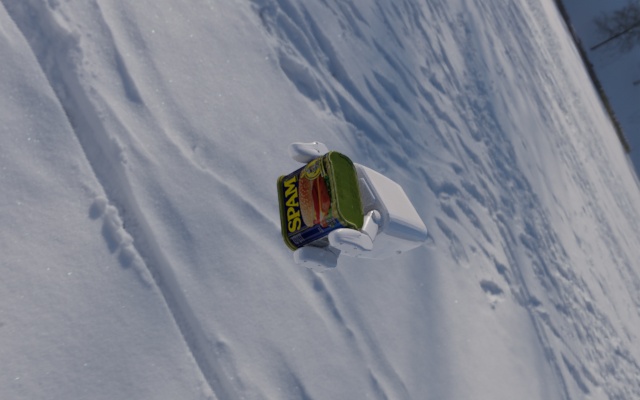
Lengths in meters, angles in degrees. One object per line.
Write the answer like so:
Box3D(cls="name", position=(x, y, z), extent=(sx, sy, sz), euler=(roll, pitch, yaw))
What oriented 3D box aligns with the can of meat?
Box3D(cls="can of meat", position=(0.000, 0.002, 0.562), extent=(0.084, 0.102, 0.057), euler=(-26, -31, 33))
